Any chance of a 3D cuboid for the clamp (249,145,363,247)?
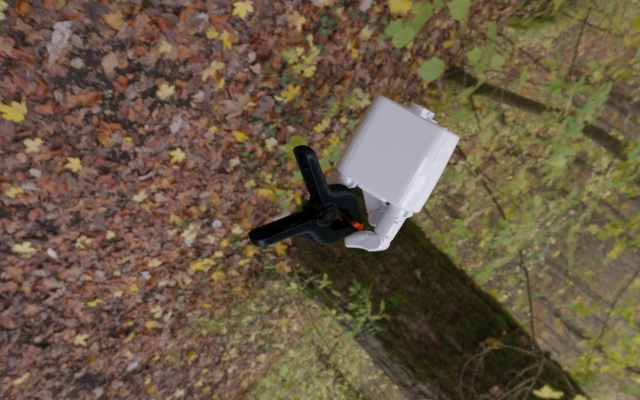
[{"bbox_3d":[0.001,0.002,0.563,0.039,0.120,0.171,39,19,34],"label":"clamp"}]
